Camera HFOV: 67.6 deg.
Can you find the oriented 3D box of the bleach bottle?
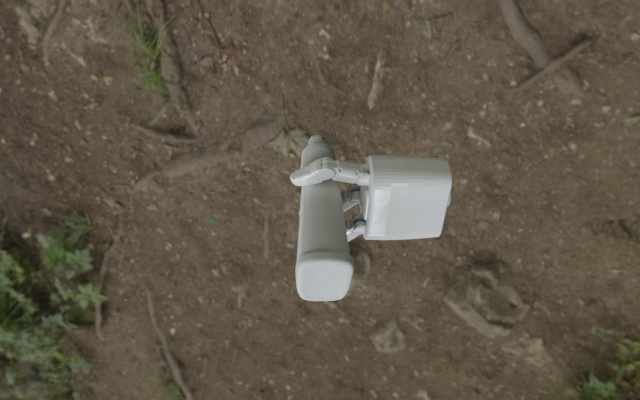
[{"bbox_3d":[0.000,0.002,0.645,0.068,0.250,0.103,0,-39,-4],"label":"bleach bottle"}]
